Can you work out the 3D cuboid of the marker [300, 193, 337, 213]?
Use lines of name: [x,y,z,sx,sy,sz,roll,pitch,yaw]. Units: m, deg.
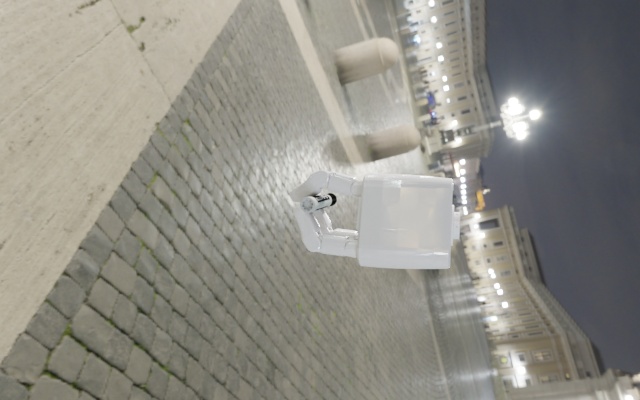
marker: [0.000,0.002,0.619,0.020,0.020,0.121,0,3,15]
